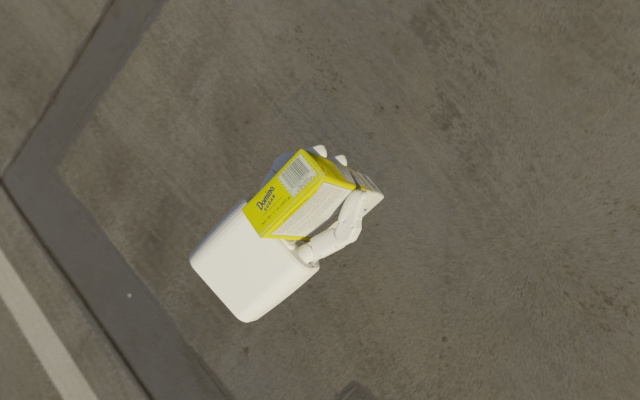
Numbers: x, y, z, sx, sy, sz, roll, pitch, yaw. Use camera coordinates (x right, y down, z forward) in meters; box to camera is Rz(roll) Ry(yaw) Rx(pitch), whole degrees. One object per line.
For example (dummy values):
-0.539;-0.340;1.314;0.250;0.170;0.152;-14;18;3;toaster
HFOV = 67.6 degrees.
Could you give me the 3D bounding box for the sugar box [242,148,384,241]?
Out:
0.000;0.001;0.541;0.093;0.048;0.176;-43;-20;15;sugar box
